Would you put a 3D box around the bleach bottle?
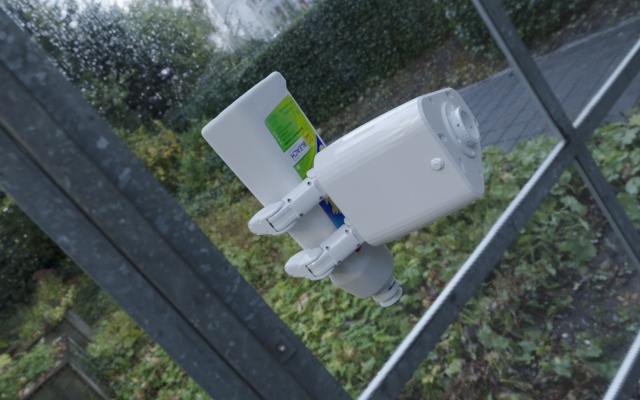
[{"bbox_3d":[0.000,0.002,0.473,0.068,0.251,0.102,-29,17,34],"label":"bleach bottle"}]
